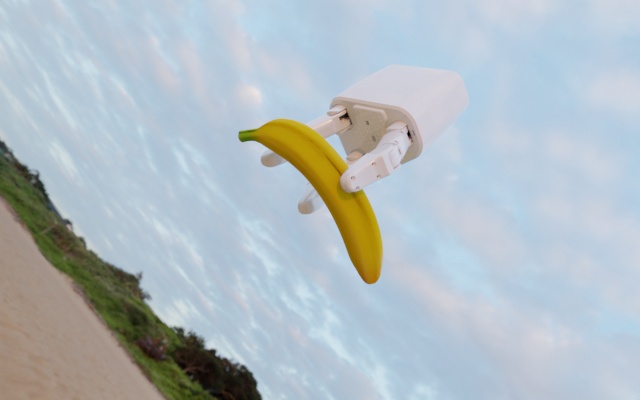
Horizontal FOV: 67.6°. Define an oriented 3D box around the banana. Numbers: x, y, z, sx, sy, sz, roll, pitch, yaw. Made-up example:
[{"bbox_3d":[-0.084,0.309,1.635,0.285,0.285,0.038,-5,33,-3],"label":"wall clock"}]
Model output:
[{"bbox_3d":[0.007,-0.008,0.448,0.037,0.198,0.070,-40,1,-38],"label":"banana"}]
